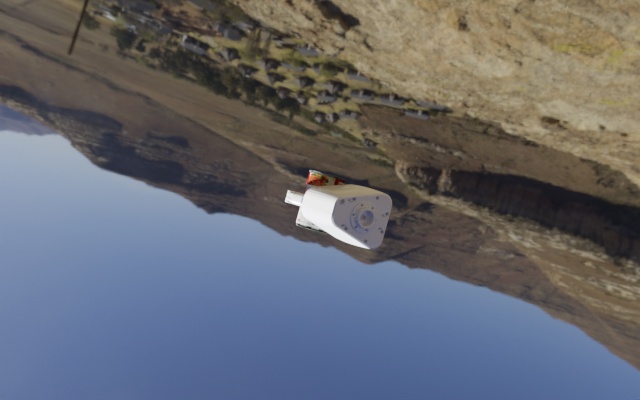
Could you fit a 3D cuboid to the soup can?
[{"bbox_3d":[0.000,0.003,0.863,0.068,0.102,0.068,15,0,0],"label":"soup can"}]
